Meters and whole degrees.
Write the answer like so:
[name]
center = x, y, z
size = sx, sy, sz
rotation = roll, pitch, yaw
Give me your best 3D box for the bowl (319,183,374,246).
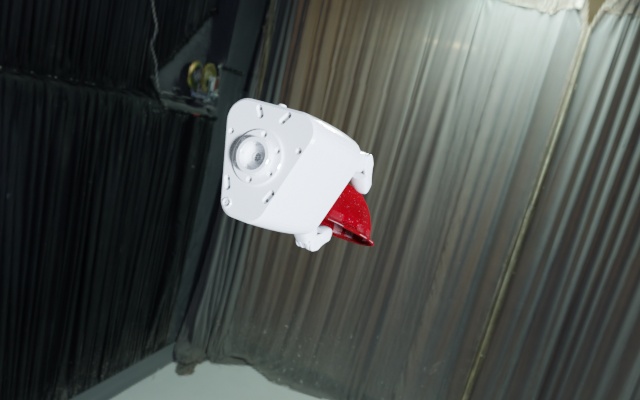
[bowl]
center = 0.000, 0.002, 0.596
size = 0.162, 0.055, 0.162
rotation = 22, -9, 4
